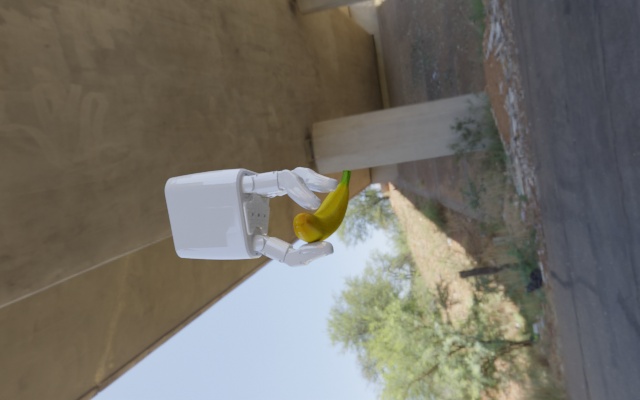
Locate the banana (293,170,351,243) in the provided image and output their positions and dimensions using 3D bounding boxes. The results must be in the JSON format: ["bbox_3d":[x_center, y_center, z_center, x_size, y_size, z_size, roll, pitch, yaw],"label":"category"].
[{"bbox_3d":[0.003,0.018,0.634,0.037,0.070,0.197,1,20,18],"label":"banana"}]
